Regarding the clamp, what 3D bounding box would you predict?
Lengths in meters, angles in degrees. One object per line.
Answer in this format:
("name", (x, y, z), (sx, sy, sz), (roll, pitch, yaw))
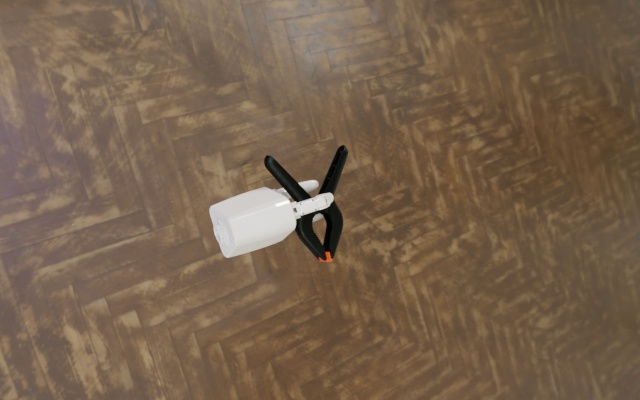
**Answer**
("clamp", (0.000, 0.003, 0.853), (0.164, 0.210, 0.036), (-19, 6, -27))
